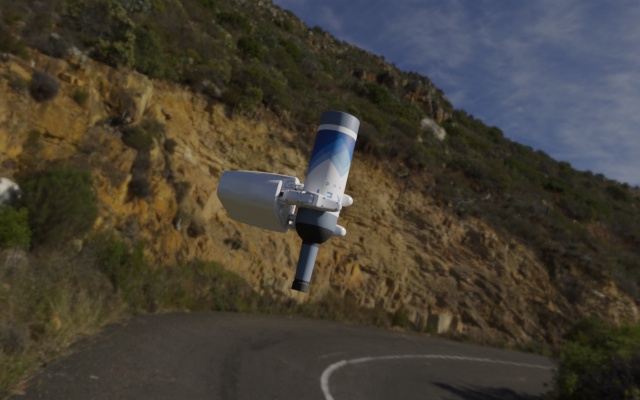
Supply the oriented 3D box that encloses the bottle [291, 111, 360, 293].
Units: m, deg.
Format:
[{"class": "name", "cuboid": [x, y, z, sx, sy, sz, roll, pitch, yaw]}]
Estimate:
[{"class": "bottle", "cuboid": [0.000, 0.002, 0.781, 0.069, 0.295, 0.069, 13, -10, 2]}]
